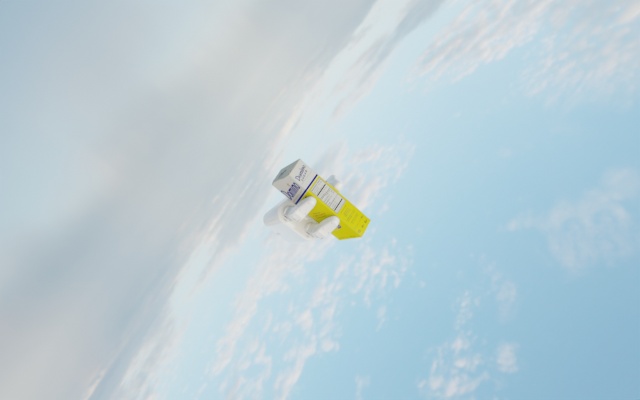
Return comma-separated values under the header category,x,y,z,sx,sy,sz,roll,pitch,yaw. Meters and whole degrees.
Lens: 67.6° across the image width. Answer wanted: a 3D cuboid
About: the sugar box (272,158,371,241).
category,x,y,z,sx,sy,sz,roll,pitch,yaw
sugar box,0.000,0.003,0.871,0.176,0.048,0.093,37,-22,-15
